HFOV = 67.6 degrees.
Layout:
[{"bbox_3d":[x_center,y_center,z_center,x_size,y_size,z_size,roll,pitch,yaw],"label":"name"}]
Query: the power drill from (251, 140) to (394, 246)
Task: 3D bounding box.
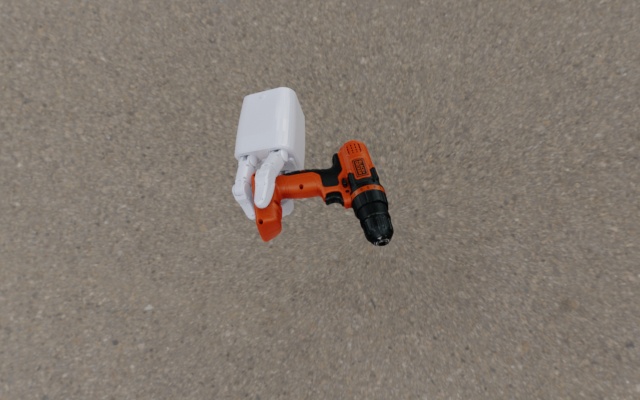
[{"bbox_3d":[0.000,0.002,0.690,0.187,0.184,0.057,-12,-39,-2],"label":"power drill"}]
